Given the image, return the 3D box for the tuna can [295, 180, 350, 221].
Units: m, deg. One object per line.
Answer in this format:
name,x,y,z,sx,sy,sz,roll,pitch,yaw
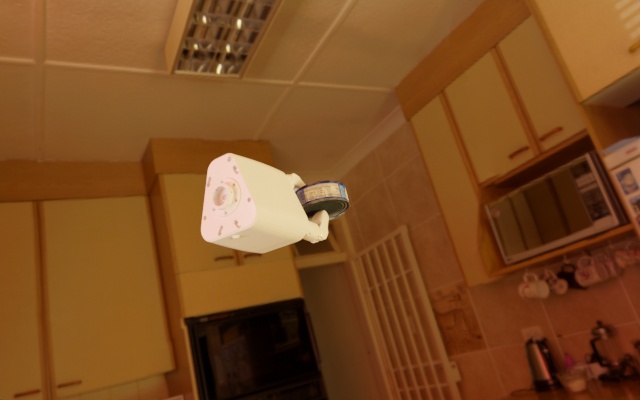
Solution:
tuna can,0.000,0.002,0.729,0.086,0.033,0.086,-11,-23,-4
